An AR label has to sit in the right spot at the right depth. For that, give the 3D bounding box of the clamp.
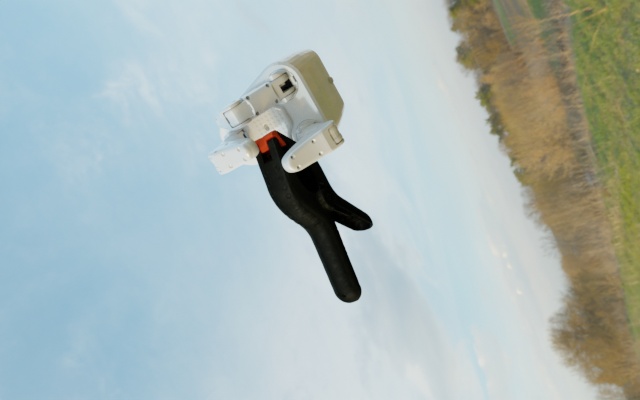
[{"bbox_3d":[-0.001,0.002,0.462,0.039,0.171,0.120,-24,18,22],"label":"clamp"}]
